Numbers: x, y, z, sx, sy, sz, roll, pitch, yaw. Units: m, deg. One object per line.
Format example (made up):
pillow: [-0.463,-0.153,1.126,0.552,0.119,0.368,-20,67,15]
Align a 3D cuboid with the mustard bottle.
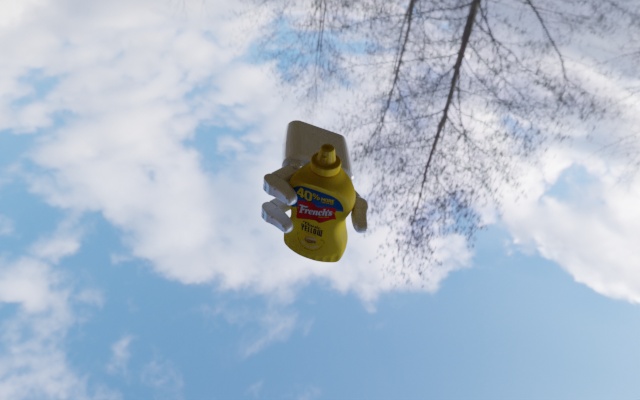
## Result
mustard bottle: [0.000,0.003,0.682,0.096,0.192,0.058,19,42,13]
